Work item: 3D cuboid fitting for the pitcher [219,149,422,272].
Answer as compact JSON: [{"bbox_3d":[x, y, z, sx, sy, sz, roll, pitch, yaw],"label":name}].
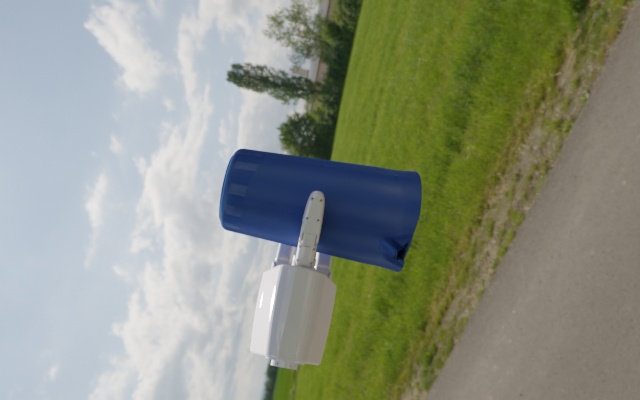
[{"bbox_3d":[0.000,0.002,0.628,0.243,0.145,0.149,11,-16,-2],"label":"pitcher"}]
